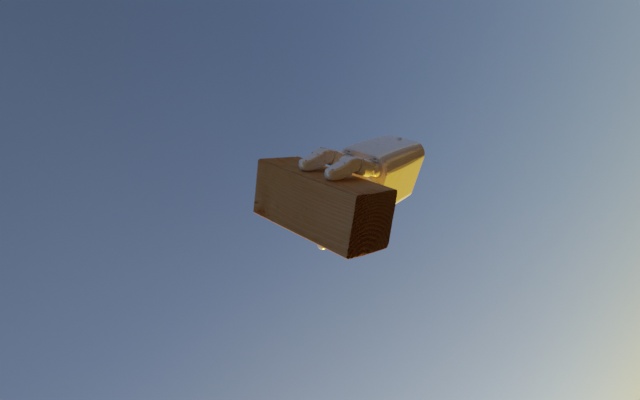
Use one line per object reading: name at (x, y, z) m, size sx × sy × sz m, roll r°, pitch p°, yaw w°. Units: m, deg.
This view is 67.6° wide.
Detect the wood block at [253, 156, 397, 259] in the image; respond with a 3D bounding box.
wood block at (0.000, 0.003, 0.710) m, size 0.090 × 0.091 × 0.206 m, roll -9°, pitch 23°, yaw -44°
